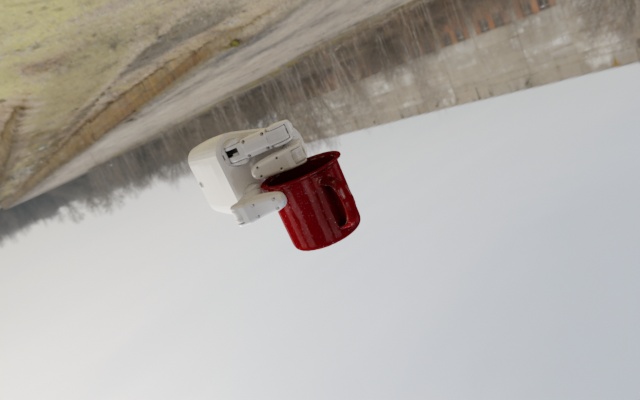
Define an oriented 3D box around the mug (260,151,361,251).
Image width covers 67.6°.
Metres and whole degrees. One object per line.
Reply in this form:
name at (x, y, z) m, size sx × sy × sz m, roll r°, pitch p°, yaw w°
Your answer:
mug at (0.001, 0.002, 0.510) m, size 0.093 × 0.081 × 0.117 m, roll -32°, pitch 18°, yaw -29°
